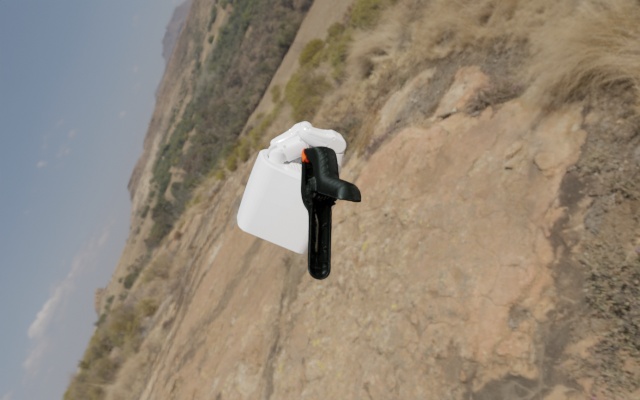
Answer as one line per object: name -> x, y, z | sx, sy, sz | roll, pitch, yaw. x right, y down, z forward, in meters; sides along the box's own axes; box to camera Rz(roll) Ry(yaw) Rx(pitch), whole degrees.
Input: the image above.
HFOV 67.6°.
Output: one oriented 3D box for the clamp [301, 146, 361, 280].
clamp -> 0.000, 0.001, 0.538 | 0.039, 0.120, 0.171 | 15, 26, -18
